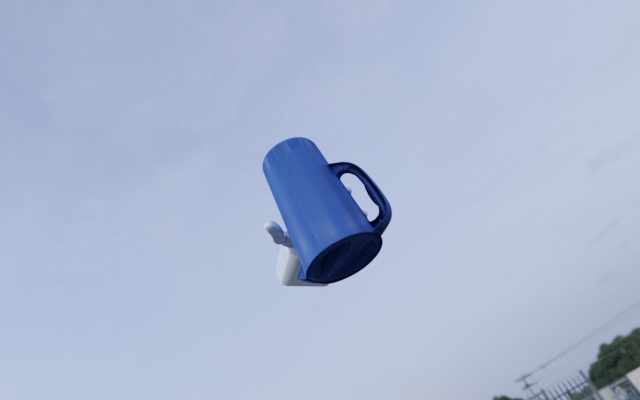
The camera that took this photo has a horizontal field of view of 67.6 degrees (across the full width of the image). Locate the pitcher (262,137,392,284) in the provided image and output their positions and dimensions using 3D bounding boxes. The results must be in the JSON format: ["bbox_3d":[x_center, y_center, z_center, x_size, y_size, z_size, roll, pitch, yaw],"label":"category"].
[{"bbox_3d":[0.000,0.003,0.799,0.149,0.242,0.145,-13,-36,-24],"label":"pitcher"}]
